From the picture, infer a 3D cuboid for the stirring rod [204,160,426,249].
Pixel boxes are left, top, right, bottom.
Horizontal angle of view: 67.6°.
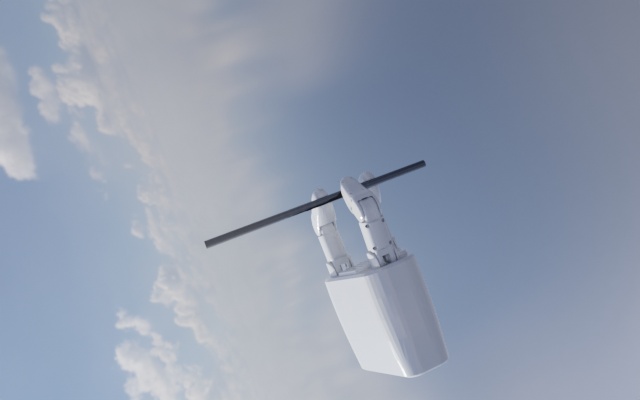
[{"bbox_3d":[0.000,0.002,0.482,0.239,0.011,0.011,-20,5,-13],"label":"stirring rod"}]
